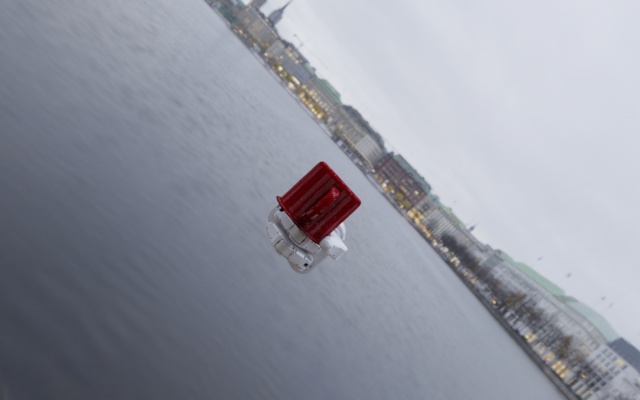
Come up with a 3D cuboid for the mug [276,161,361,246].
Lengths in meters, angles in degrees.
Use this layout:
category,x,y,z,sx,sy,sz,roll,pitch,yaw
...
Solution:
category,x,y,z,sx,sy,sz,roll,pitch,yaw
mug,0.000,0.002,0.635,0.081,0.093,0.117,-43,1,4
